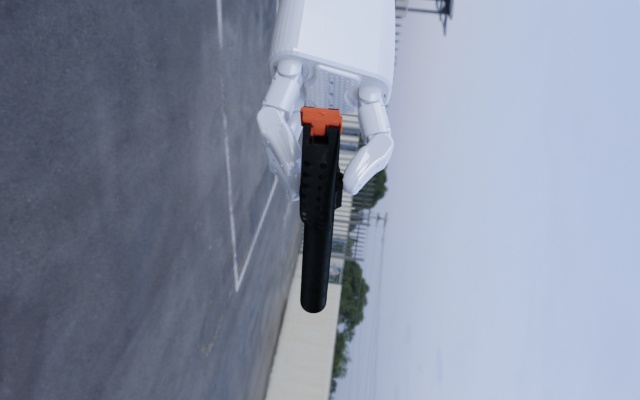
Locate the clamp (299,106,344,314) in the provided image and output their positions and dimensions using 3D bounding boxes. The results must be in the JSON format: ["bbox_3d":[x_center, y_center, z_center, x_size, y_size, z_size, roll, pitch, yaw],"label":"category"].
[{"bbox_3d":[0.001,0.001,0.403,0.036,0.164,0.210,5,-21,3],"label":"clamp"}]
